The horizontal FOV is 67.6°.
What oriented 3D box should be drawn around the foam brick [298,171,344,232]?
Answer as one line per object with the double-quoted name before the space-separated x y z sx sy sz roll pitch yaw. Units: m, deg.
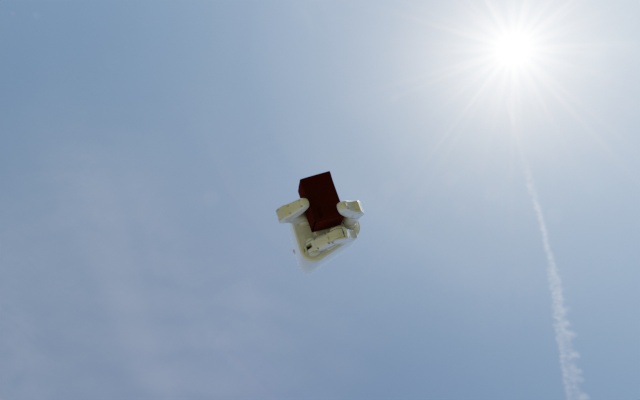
"foam brick" 0.000 0.002 0.767 0.053 0.078 0.051 -14 -19 -12
